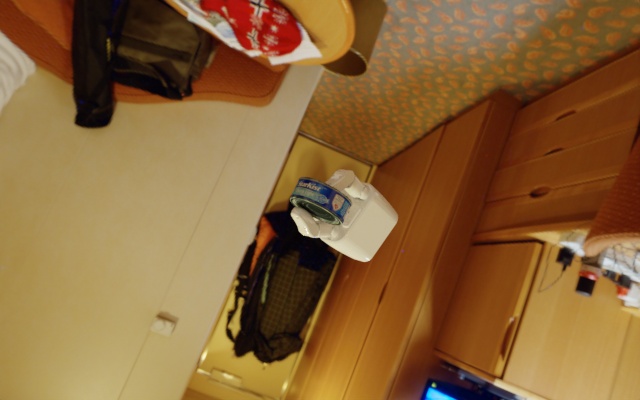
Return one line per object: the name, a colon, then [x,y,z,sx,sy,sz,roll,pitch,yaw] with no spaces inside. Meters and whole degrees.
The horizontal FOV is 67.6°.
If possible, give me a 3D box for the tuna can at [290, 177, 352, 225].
tuna can: [0.000,0.003,0.684,0.086,0.033,0.086,25,-14,7]
